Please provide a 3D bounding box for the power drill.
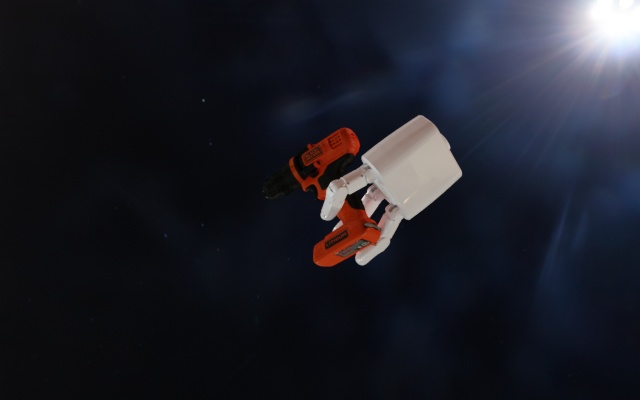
[{"bbox_3d":[0.001,0.003,0.740,0.184,0.187,0.057,-32,-27,24],"label":"power drill"}]
